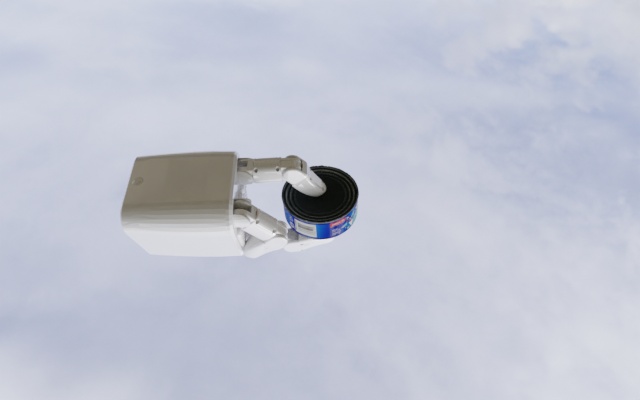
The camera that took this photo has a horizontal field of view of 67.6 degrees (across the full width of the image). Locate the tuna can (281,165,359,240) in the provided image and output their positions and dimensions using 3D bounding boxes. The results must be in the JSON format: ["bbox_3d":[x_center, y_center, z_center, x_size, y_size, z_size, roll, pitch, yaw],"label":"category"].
[{"bbox_3d":[0.000,0.002,0.540,0.086,0.086,0.034,0,-41,3],"label":"tuna can"}]
